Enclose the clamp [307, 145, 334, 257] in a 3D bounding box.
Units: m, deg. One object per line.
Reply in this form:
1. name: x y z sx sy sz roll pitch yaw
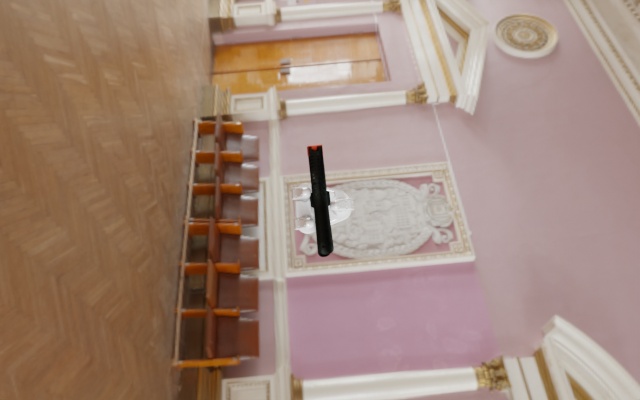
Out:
1. clamp: 0.001 0.002 0.851 0.036 0.210 0.164 -5 -1 -3
